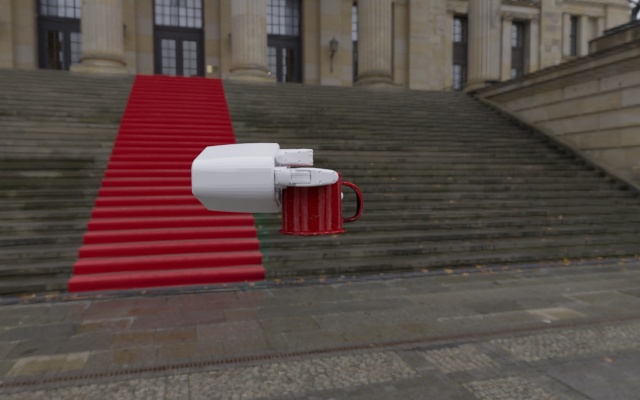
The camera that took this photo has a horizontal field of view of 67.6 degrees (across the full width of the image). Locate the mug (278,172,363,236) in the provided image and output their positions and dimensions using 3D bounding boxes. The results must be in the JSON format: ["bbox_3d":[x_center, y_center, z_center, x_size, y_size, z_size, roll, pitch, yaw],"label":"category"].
[{"bbox_3d":[0.002,0.002,0.652,0.117,0.081,0.093,-1,3,-1],"label":"mug"}]
